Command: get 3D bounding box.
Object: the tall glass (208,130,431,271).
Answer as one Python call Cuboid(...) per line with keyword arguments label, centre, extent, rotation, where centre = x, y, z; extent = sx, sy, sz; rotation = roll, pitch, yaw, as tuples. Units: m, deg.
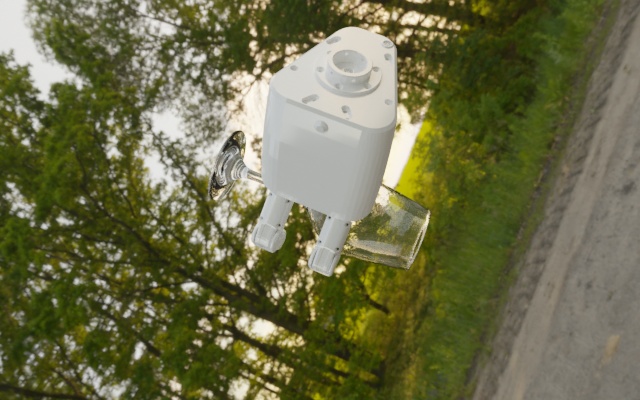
Cuboid(label="tall glass", centre=(-0.001, 0.001, 0.458), extent=(0.201, 0.079, 0.079), rotation=(22, 3, 7))
